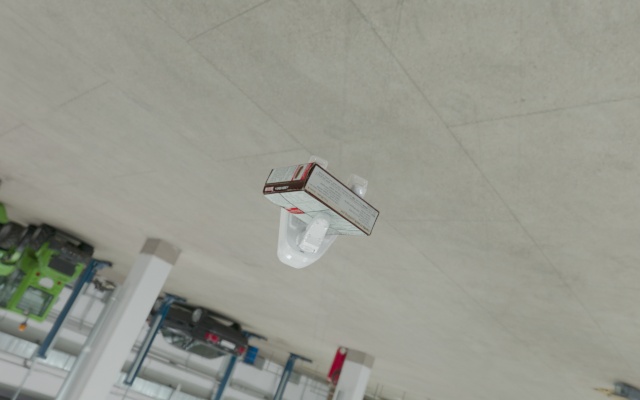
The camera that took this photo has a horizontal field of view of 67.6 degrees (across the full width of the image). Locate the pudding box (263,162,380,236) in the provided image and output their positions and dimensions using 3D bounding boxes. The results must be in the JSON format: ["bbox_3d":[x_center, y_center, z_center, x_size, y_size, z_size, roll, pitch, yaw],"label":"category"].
[{"bbox_3d":[0.000,0.002,0.567,0.113,0.039,0.090,34,-22,-31],"label":"pudding box"}]
